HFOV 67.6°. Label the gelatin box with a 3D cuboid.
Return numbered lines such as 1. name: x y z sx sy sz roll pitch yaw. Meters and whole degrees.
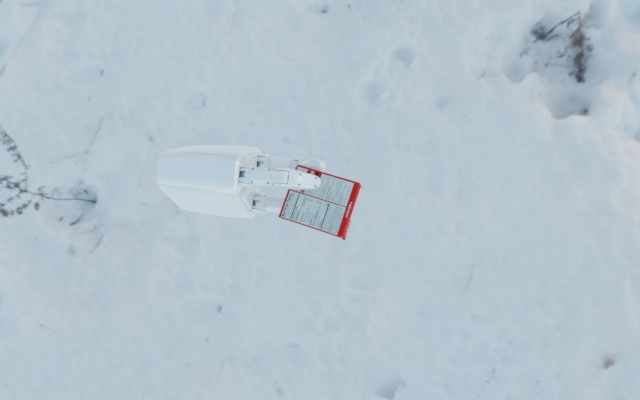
1. gelatin box: 0.000 0.002 0.608 0.089 0.073 0.030 17 -6 13
